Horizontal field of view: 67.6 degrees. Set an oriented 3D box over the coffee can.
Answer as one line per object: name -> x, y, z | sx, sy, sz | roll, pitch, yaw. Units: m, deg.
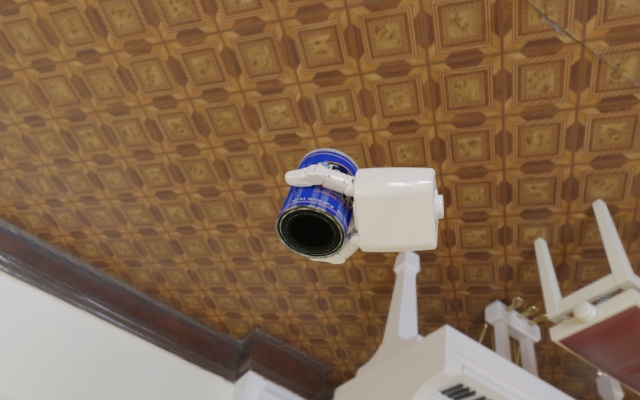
coffee can -> 0.000, 0.002, 0.721 | 0.103, 0.103, 0.140 | 0, 40, 16
